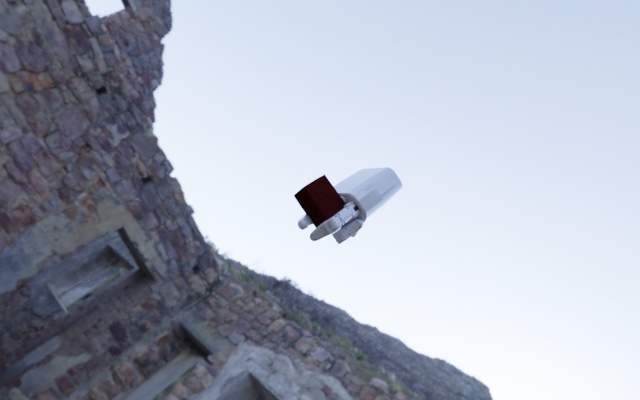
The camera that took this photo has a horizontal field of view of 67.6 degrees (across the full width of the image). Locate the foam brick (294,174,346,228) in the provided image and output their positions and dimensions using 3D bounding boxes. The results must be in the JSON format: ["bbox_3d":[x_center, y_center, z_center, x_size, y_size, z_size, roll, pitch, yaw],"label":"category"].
[{"bbox_3d":[0.000,0.003,0.843,0.051,0.078,0.053,-36,2,-27],"label":"foam brick"}]
